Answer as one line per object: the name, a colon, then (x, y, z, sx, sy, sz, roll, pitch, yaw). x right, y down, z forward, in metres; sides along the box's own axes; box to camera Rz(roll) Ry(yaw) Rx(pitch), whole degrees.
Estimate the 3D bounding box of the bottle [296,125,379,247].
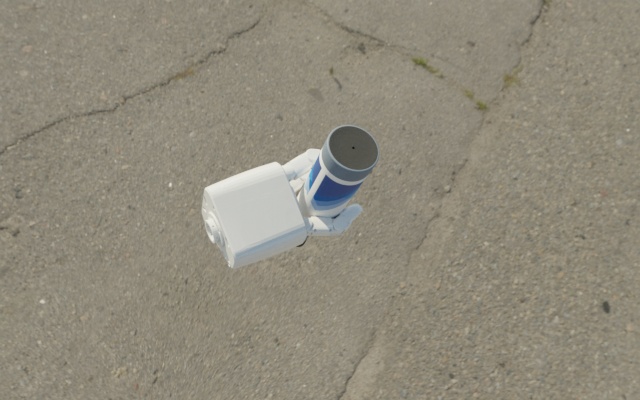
bottle: (0.000, 0.002, 0.695, 0.069, 0.069, 0.296, 0, -26, -17)
